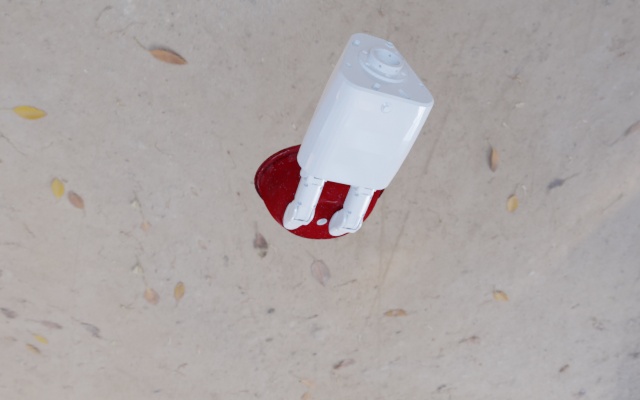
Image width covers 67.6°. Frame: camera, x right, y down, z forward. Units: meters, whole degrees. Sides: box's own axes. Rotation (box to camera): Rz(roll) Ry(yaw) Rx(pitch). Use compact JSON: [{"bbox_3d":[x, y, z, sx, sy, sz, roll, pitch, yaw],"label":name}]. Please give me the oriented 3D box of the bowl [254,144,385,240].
[{"bbox_3d":[0.000,0.003,0.573,0.162,0.055,0.162,-1,-32,0],"label":"bowl"}]
